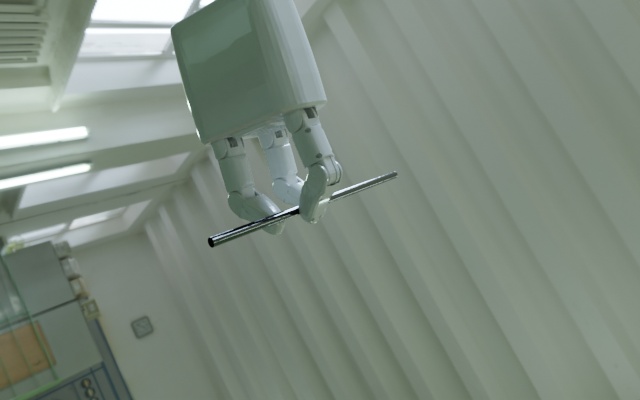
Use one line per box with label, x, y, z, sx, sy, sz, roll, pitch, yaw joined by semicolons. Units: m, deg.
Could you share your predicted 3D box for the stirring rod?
stirring rod;0.000;0.001;0.434;0.011;0.011;0.239;0;14;44
